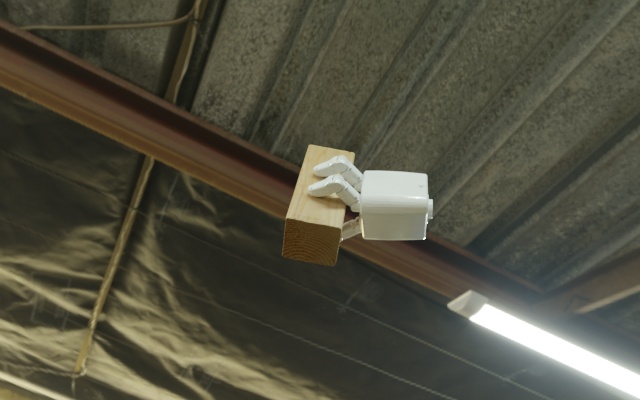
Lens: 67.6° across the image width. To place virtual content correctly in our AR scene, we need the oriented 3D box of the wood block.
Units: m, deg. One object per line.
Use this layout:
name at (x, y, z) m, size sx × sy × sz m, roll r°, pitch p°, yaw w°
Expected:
wood block at (0.001, 0.003, 0.826) m, size 0.090 × 0.091 × 0.206 m, roll 10°, pitch 40°, yaw 3°
